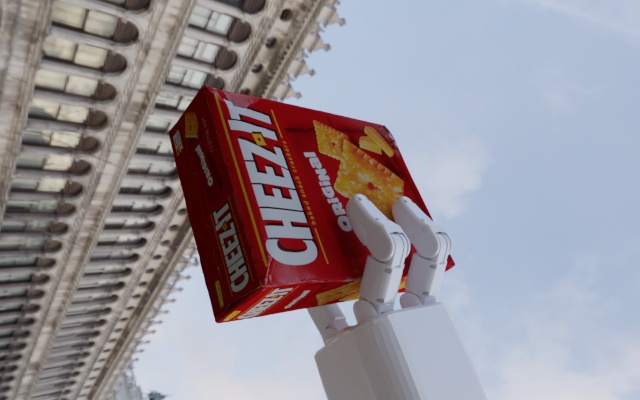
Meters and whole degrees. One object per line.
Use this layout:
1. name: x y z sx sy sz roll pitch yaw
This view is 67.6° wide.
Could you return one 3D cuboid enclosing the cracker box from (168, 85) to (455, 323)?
1. cracker box: 0.000 0.001 0.404 0.214 0.164 0.072 3 -33 -43
